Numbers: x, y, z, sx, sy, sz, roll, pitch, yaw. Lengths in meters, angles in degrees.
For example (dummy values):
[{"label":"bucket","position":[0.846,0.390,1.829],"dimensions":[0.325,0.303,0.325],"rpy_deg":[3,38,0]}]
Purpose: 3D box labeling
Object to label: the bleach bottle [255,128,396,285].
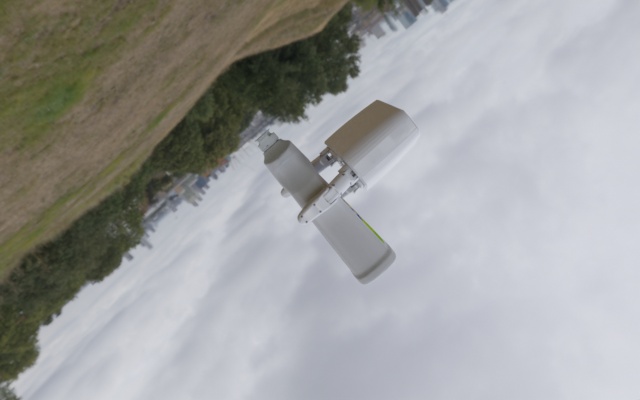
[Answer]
[{"label":"bleach bottle","position":[0.000,0.002,0.683],"dimensions":[0.068,0.251,0.102],"rpy_deg":[-41,11,1]}]
